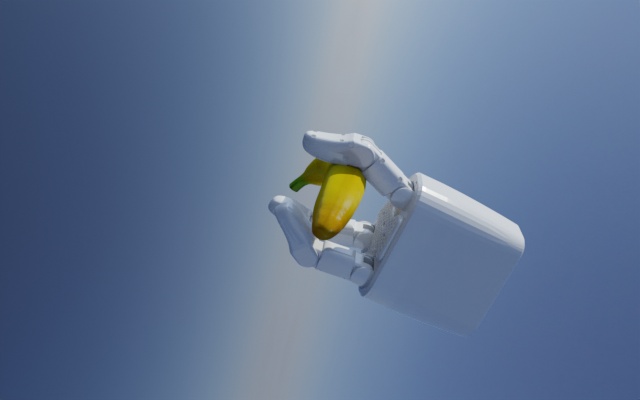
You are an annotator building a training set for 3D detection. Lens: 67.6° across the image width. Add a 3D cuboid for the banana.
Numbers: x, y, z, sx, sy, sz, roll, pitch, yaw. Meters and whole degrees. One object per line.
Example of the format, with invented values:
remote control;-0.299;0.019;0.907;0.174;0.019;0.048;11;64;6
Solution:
banana;0.011;-0.014;0.430;0.037;0.069;0.197;37;4;-12
